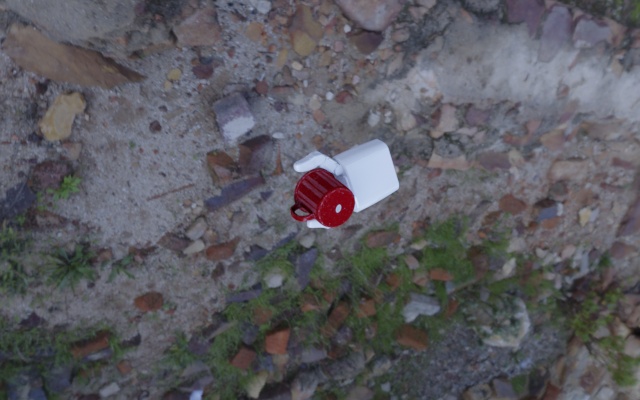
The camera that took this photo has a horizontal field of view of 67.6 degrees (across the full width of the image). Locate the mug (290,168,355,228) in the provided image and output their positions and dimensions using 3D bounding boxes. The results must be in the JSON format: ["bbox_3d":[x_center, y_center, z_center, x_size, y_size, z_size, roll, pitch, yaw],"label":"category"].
[{"bbox_3d":[-0.001,0.003,0.870,0.117,0.093,0.081,-26,36,-19],"label":"mug"}]
